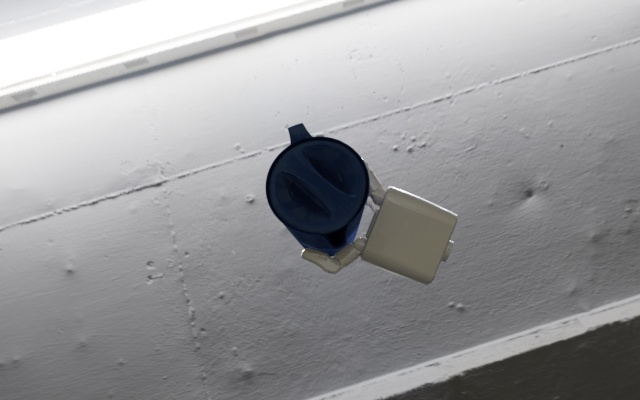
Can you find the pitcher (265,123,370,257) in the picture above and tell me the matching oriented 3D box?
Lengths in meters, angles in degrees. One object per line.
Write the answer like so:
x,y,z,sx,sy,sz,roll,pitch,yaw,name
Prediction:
0.000,0.002,0.717,0.145,0.149,0.243,23,-14,10,pitcher
